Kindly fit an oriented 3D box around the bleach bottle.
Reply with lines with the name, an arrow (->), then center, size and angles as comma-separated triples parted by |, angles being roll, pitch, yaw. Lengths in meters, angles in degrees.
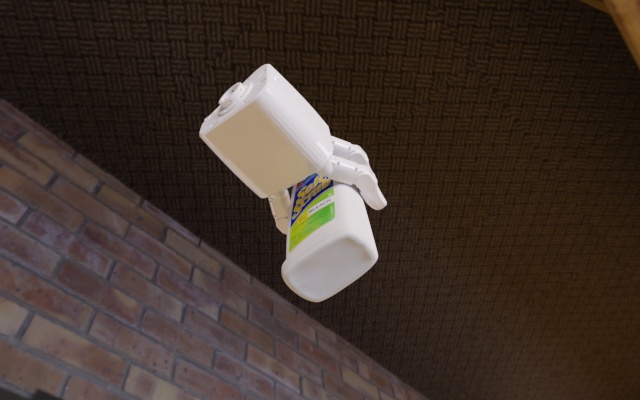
bleach bottle -> 0.000, 0.002, 0.591 | 0.102, 0.068, 0.250 | -37, 29, 16
